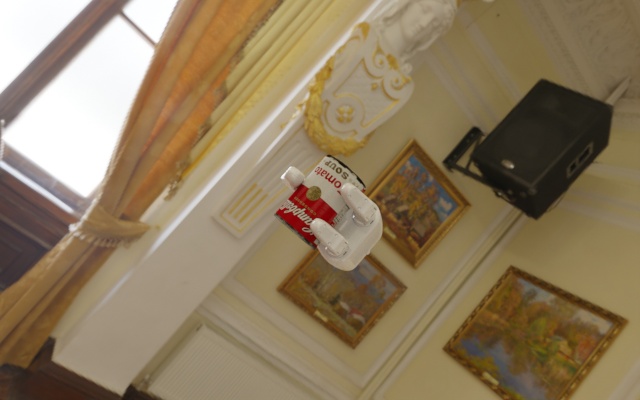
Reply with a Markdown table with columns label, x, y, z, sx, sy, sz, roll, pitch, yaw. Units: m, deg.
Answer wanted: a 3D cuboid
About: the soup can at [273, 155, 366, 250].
| label | x | y | z | sx | sy | sz | roll | pitch | yaw |
| --- | --- | --- | --- | --- | --- | --- | --- | --- | --- |
| soup can | 0.000 | 0.002 | 0.595 | 0.068 | 0.102 | 0.068 | 41 | -5 | 4 |
